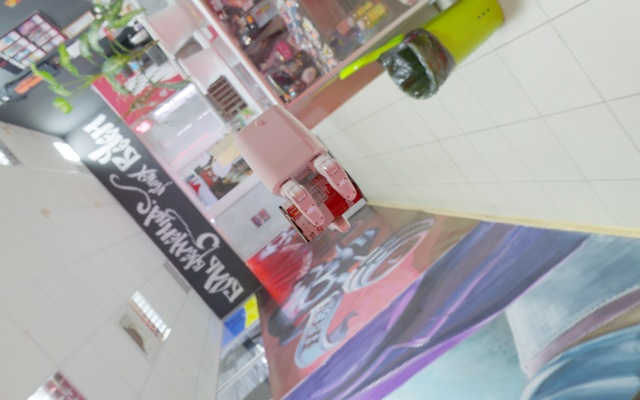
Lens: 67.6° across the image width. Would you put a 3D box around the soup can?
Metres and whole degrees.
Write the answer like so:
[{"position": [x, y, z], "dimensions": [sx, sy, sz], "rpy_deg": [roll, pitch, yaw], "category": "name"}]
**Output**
[{"position": [0.000, 0.003, 0.672], "dimensions": [0.102, 0.068, 0.068], "rpy_deg": [-40, 5, -7], "category": "soup can"}]
